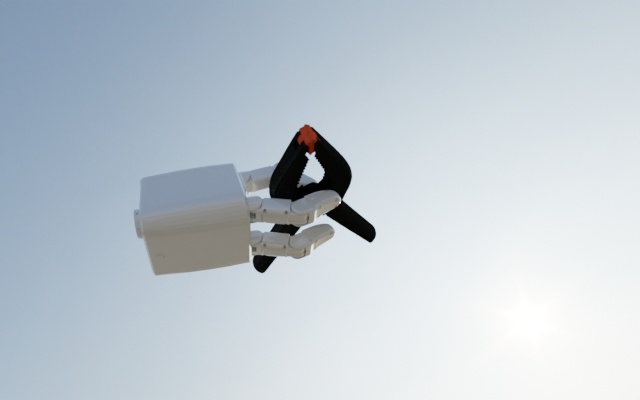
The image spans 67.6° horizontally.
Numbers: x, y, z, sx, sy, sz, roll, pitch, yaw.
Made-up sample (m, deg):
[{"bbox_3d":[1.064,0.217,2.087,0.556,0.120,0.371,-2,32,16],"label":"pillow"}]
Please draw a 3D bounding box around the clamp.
[{"bbox_3d":[0.000,0.001,0.558,0.164,0.210,0.036,-11,47,-16],"label":"clamp"}]
